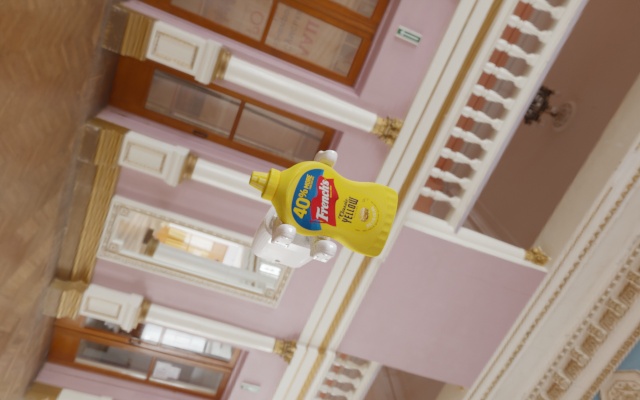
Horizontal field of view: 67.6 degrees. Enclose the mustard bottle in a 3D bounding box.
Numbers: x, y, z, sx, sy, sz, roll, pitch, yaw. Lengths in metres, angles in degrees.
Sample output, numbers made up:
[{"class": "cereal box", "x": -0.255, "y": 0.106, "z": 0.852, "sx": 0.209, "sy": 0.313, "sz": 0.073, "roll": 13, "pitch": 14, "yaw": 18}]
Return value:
[{"class": "mustard bottle", "x": 0.000, "y": 0.002, "z": 0.622, "sx": 0.191, "sy": 0.096, "sz": 0.058, "roll": 19, "pitch": -5, "yaw": -13}]
